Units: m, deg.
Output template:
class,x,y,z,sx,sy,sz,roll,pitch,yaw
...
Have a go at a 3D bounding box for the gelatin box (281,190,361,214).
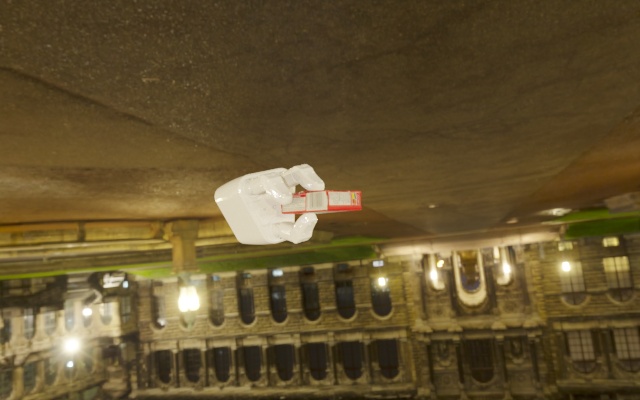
class,x,y,z,sx,sy,sz,roll,pitch,yaw
gelatin box,0.000,0.003,0.662,0.089,0.030,0.073,-5,-4,42
